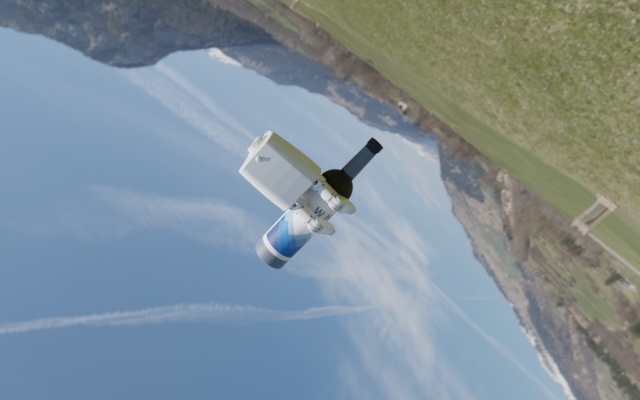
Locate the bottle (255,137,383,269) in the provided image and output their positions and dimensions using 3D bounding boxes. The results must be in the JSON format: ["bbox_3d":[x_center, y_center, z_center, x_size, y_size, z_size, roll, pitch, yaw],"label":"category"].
[{"bbox_3d":[0.000,0.003,0.856,0.296,0.069,0.069,-46,-18,18],"label":"bottle"}]
